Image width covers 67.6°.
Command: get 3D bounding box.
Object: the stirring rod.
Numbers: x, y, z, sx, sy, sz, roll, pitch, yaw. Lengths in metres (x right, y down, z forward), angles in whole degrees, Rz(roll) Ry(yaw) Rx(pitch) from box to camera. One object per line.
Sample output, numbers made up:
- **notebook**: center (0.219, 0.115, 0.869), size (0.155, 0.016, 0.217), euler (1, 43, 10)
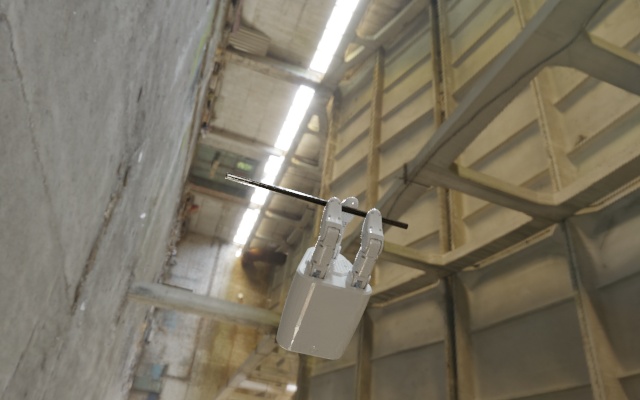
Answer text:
- **stirring rod**: center (0.000, 0.002, 0.597), size (0.239, 0.011, 0.011), euler (16, -4, -13)
